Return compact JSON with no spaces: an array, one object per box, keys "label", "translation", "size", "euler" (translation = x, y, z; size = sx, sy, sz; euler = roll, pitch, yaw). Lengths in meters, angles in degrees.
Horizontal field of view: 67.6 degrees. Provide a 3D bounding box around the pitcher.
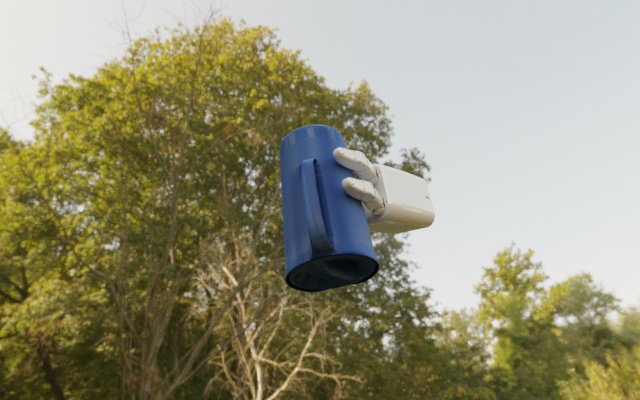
[{"label":"pitcher","translation":[0.000,0.002,0.717],"size":[0.145,0.242,0.149],"euler":[11,-36,-31]}]
